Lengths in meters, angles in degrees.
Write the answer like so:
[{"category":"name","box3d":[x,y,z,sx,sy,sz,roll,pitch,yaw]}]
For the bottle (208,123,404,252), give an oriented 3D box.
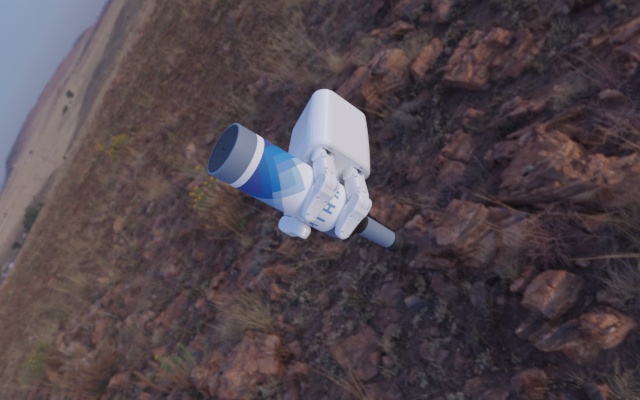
[{"category":"bottle","box3d":[0.000,0.002,0.616,0.296,0.069,0.069,29,-16,-31]}]
